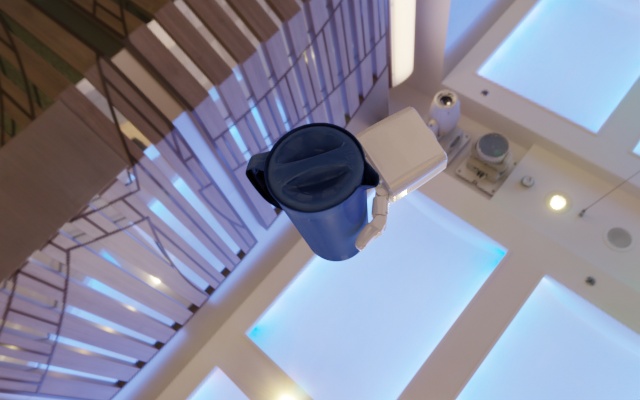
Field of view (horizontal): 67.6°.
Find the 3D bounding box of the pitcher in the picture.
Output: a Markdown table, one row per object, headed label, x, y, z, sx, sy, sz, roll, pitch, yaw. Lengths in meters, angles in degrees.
| label | x | y | z | sx | sy | sz | roll | pitch | yaw |
| --- | --- | --- | --- | --- | --- | --- | --- | --- | --- |
| pitcher | 0.000 | 0.002 | 0.716 | 0.145 | 0.149 | 0.243 | -33 | -27 | -7 |
